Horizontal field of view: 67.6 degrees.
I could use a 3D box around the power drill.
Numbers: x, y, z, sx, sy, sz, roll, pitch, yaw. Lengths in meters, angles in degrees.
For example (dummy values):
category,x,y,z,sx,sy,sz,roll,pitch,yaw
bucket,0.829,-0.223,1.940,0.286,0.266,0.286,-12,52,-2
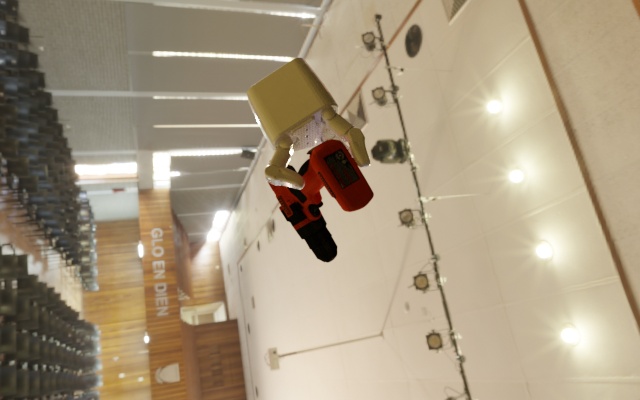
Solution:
category,x,y,z,sx,sy,sz,roll,pitch,yaw
power drill,0.000,0.002,0.726,0.057,0.184,0.188,-34,1,-33
